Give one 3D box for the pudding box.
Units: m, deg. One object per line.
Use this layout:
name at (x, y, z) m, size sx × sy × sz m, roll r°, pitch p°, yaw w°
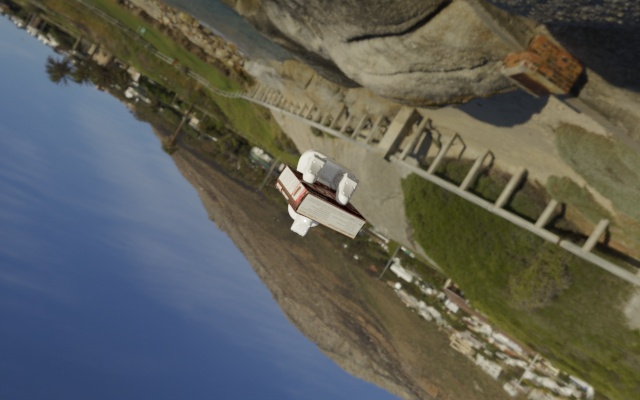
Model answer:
pudding box at (0.000, 0.002, 0.678) m, size 0.113 × 0.039 × 0.090 m, roll 24°, pitch 14°, yaw -33°
